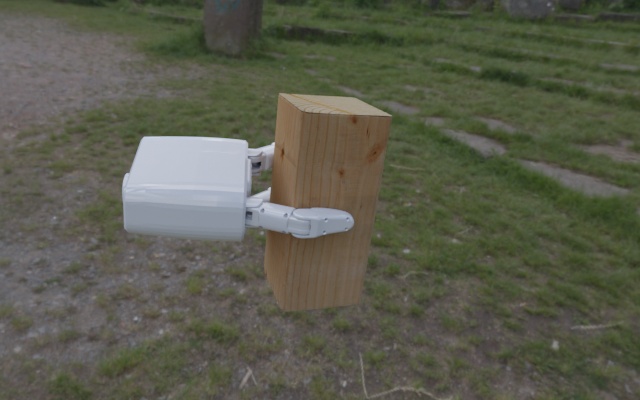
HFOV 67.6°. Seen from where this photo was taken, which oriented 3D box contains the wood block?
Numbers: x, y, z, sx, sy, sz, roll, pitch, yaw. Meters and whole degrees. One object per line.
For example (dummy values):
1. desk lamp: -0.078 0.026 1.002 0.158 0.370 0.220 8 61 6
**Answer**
1. wood block: 0.000 0.002 0.500 0.090 0.206 0.090 -1 23 -20
